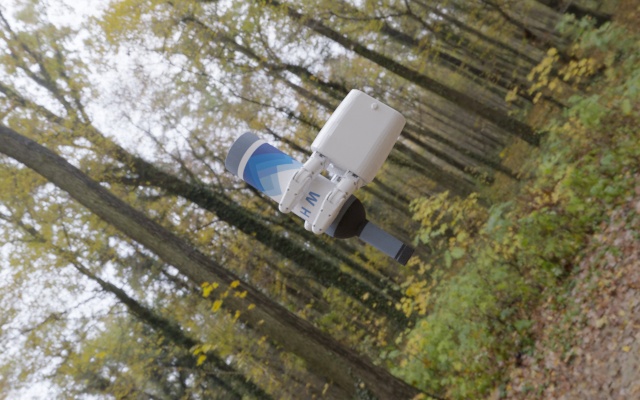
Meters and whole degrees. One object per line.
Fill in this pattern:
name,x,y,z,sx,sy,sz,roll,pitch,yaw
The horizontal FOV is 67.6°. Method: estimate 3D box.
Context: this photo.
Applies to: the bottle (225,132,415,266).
bottle,0.000,0.002,0.682,0.295,0.069,0.069,32,8,13
